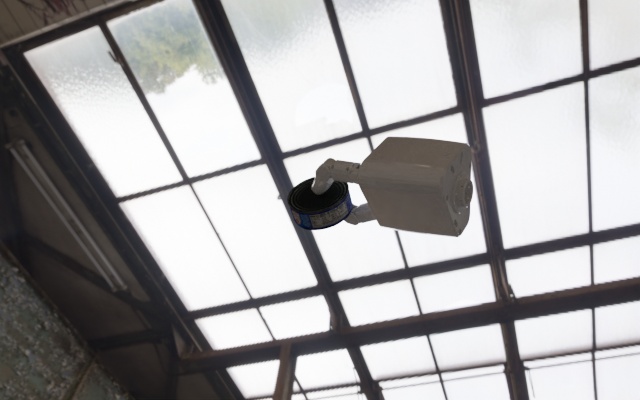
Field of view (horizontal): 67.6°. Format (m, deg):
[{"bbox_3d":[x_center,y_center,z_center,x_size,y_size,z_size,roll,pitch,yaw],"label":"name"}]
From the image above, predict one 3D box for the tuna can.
[{"bbox_3d":[0.000,0.003,0.654,0.086,0.034,0.086,-11,34,8],"label":"tuna can"}]
